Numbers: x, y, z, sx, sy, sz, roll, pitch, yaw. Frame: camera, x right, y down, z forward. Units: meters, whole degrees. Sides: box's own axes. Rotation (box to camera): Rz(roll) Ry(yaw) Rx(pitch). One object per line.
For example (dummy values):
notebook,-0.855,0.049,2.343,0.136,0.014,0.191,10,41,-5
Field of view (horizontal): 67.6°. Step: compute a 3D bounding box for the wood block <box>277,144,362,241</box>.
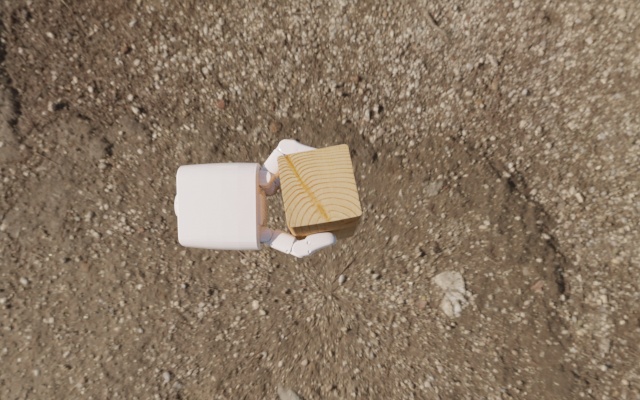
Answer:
wood block,0.000,0.003,0.662,0.090,0.091,0.206,-10,-11,-1
